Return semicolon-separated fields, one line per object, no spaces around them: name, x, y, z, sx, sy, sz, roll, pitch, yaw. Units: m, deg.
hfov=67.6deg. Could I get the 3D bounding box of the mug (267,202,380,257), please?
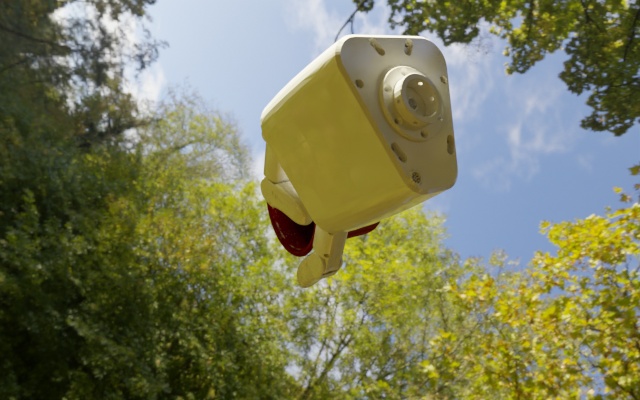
mug;0.000;0.002;0.458;0.081;0.093;0.117;-11;-9;-32
